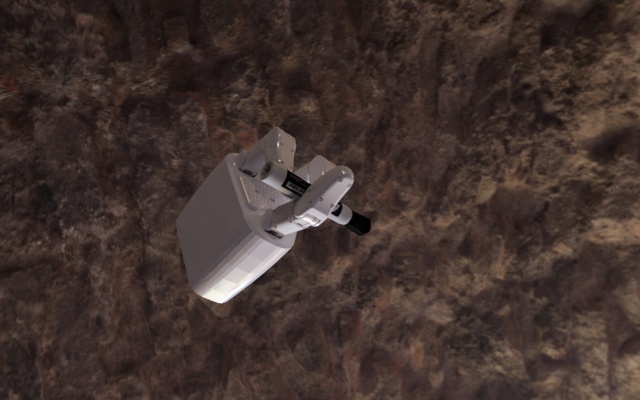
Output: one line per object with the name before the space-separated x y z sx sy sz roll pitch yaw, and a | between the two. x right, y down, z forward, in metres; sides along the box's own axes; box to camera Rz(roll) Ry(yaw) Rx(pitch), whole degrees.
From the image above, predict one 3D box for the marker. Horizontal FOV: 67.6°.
marker | 0.000 0.001 0.420 0.121 0.020 0.020 30 -17 -31
